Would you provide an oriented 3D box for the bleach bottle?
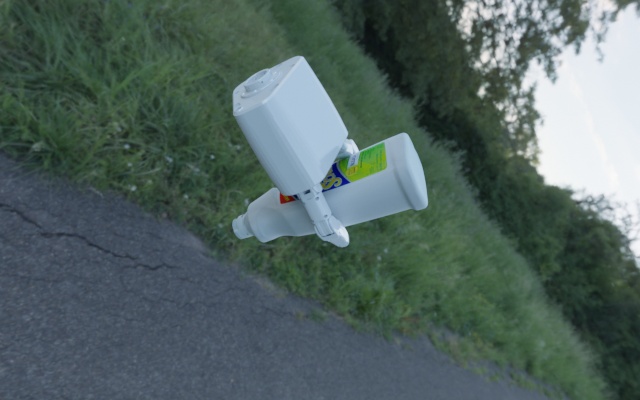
[{"bbox_3d":[0.000,0.002,0.589,0.251,0.068,0.102,-20,30,20],"label":"bleach bottle"}]
